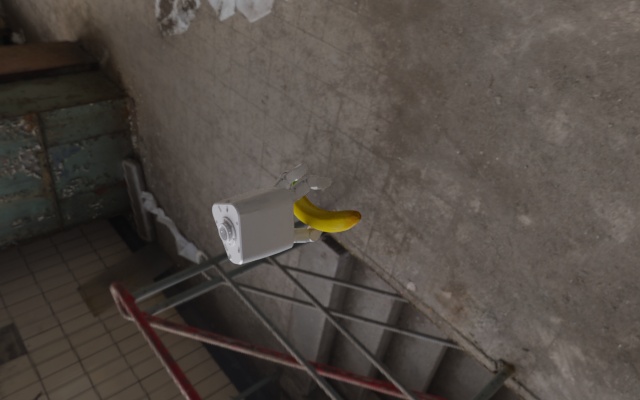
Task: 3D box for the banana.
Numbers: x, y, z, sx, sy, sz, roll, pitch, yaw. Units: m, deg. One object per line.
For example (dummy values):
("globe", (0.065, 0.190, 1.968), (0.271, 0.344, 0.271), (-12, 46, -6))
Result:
("banana", (-0.004, 0.019, 0.853), (0.037, 0.070, 0.197), (-12, 29, -38))
